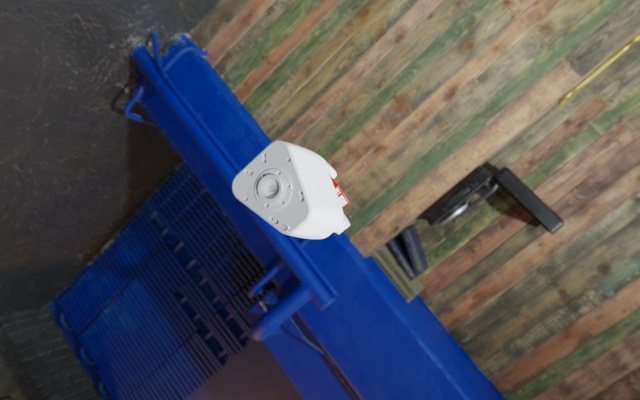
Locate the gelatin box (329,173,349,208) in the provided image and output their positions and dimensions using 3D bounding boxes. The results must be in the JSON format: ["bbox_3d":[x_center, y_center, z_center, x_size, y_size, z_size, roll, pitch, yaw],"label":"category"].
[{"bbox_3d":[0.000,0.003,0.739,0.073,0.030,0.089,-37,-22,1],"label":"gelatin box"}]
